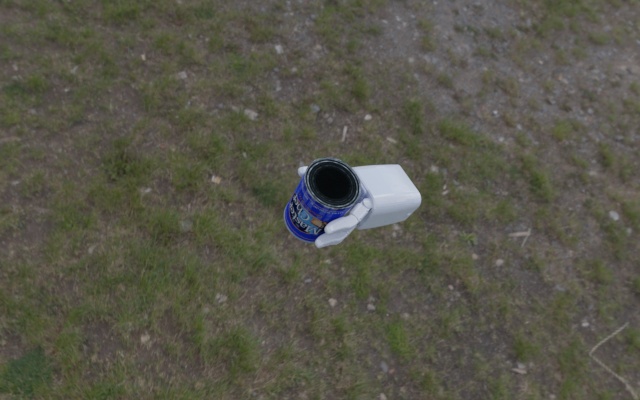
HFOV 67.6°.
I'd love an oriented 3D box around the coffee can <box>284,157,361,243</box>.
[{"bbox_3d":[0.000,0.003,0.863,0.103,0.102,0.140,0,-28,-21],"label":"coffee can"}]
